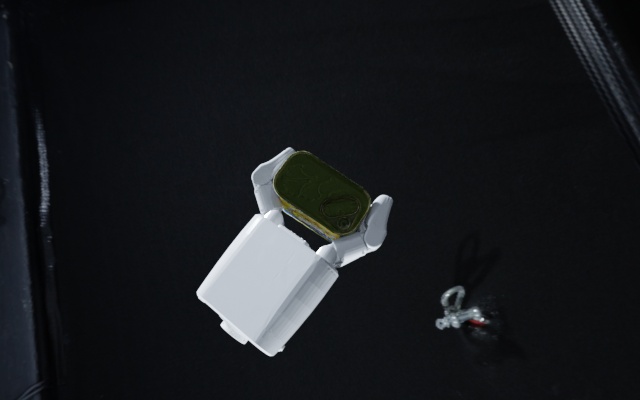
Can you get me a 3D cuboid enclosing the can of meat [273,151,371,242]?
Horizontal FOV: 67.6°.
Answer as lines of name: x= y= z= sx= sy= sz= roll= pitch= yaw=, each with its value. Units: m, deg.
can of meat: x=0.000 y=0.002 z=0.532 sx=0.102 sy=0.057 sz=0.084 roll=34 pitch=-13 yaw=6
